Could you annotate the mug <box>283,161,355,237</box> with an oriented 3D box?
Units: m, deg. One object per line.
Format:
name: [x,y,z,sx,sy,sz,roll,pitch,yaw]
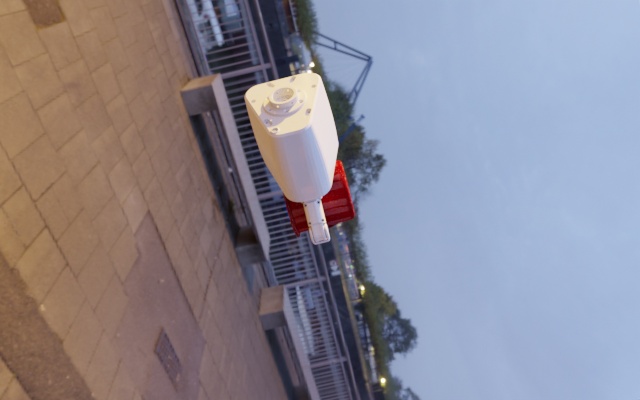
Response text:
mug: [0.001,0.003,0.645,0.081,0.093,0.117,-14,-41,2]
